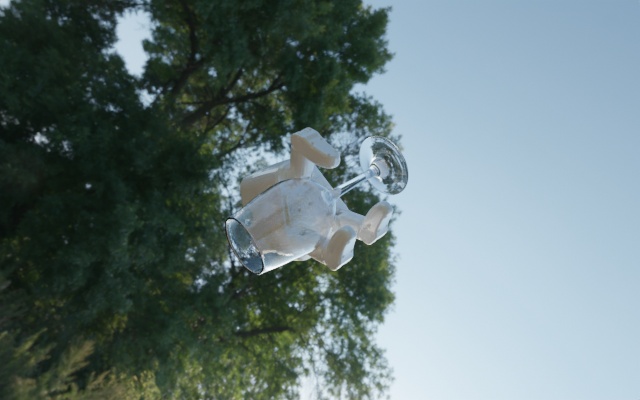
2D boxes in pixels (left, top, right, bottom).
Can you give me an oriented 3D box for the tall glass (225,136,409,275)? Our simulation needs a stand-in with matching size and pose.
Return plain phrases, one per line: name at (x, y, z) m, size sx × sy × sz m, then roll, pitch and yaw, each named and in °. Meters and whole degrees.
tall glass at (0.001, 0.001, 0.503) m, size 0.201 × 0.079 × 0.079 m, roll -30°, pitch 17°, yaw -33°
